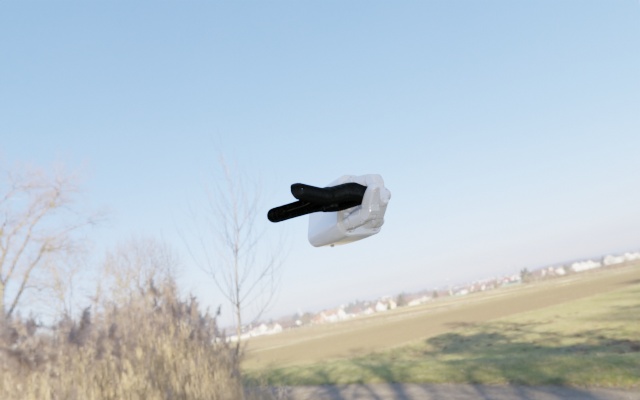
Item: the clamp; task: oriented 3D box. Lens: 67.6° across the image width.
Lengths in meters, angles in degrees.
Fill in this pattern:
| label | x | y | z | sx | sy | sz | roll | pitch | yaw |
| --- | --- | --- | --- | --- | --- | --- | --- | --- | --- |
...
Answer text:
| label | x | y | z | sx | sy | sz | roll | pitch | yaw |
| --- | --- | --- | --- | --- | --- | --- | --- | --- | --- |
| clamp | 0.000 | 0.002 | 0.760 | 0.171 | 0.039 | 0.120 | 0 | -17 | -35 |
